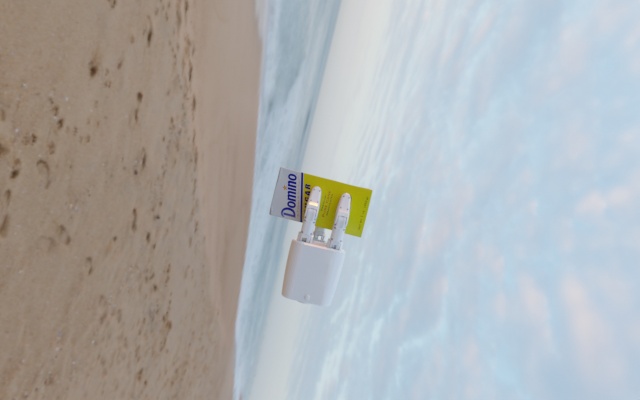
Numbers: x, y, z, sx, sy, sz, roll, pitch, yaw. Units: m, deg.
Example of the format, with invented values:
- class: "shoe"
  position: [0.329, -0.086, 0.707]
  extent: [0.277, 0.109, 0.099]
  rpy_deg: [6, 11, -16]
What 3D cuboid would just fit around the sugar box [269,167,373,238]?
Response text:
- class: "sugar box"
  position: [0.000, 0.003, 0.888]
  extent: [0.176, 0.093, 0.048]
  rpy_deg: [13, 0, -3]
